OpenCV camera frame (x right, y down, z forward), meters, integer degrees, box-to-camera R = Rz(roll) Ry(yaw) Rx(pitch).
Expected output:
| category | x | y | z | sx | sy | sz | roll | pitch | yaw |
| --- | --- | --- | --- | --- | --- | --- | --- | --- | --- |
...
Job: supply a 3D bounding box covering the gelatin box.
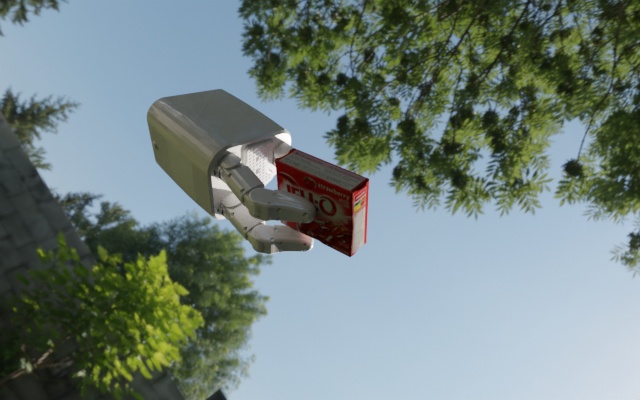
| category | x | y | z | sx | sy | sz | roll | pitch | yaw |
| --- | --- | --- | --- | --- | --- | --- | --- | --- | --- |
| gelatin box | 0.001 | 0.001 | 0.437 | 0.089 | 0.073 | 0.030 | 24 | 43 | 30 |
